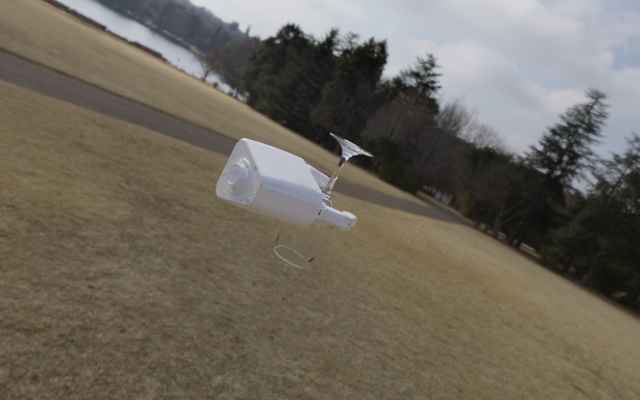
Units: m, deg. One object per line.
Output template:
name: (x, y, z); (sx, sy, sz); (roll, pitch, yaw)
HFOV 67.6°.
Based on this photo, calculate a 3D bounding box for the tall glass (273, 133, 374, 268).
tall glass: (0.001, 0.002, 0.729); (0.079, 0.201, 0.079); (27, 10, -5)
